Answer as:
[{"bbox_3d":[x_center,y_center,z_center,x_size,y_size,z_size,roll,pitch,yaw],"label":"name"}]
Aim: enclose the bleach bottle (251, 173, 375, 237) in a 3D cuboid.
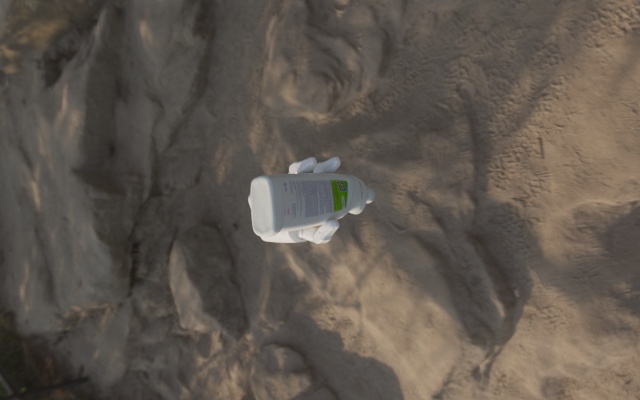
[{"bbox_3d":[0.000,0.003,0.840,0.251,0.102,0.068,-3,-1,-41],"label":"bleach bottle"}]
